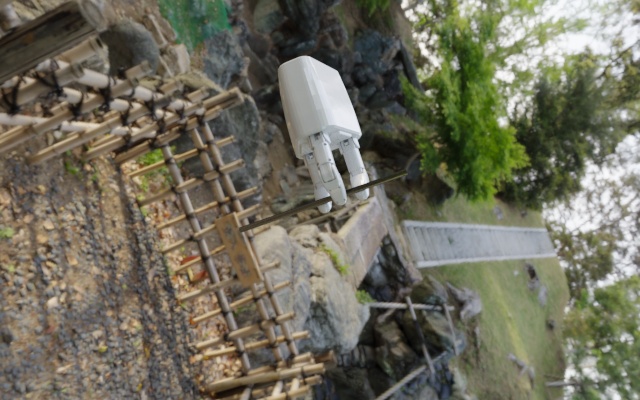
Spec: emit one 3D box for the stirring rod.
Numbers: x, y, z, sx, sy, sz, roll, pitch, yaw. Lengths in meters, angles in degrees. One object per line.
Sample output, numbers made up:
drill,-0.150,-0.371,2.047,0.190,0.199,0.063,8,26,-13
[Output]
stirring rod,0.000,0.002,0.639,0.239,0.011,0.011,-19,-4,11
